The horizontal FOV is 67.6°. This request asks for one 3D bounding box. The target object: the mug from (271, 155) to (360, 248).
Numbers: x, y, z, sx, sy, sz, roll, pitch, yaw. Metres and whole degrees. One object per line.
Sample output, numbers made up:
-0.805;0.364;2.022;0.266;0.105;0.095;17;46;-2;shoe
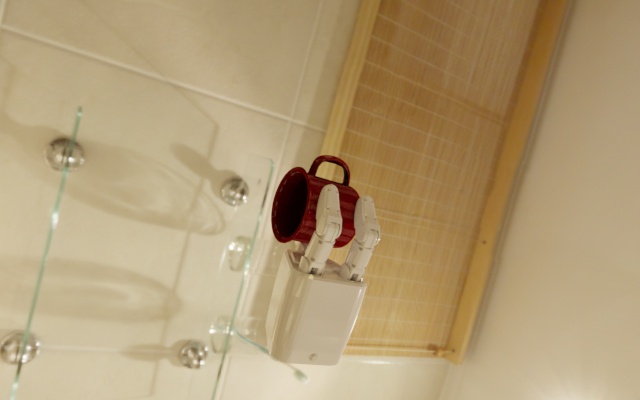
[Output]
0.001;0.001;0.584;0.081;0.117;0.093;14;9;-30;mug
